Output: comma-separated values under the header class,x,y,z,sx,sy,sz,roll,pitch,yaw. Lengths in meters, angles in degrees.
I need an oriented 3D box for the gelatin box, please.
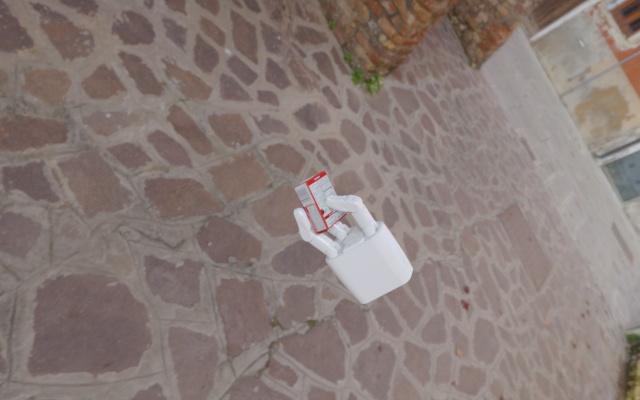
class,x,y,z,sx,sy,sz,roll,pitch,yaw
gelatin box,0.000,0.002,0.807,0.030,0.089,0.073,-21,8,33
